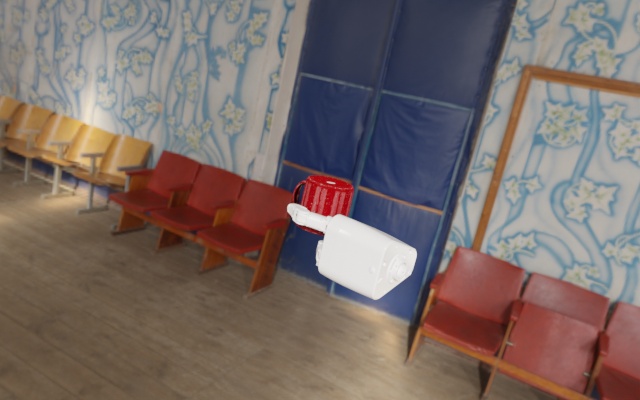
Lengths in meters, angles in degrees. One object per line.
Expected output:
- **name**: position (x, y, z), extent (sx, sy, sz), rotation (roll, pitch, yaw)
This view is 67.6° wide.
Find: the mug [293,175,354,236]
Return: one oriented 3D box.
- **mug**: position (-0.001, 0.002, 0.812), extent (0.117, 0.081, 0.093), rotation (24, 17, 37)
